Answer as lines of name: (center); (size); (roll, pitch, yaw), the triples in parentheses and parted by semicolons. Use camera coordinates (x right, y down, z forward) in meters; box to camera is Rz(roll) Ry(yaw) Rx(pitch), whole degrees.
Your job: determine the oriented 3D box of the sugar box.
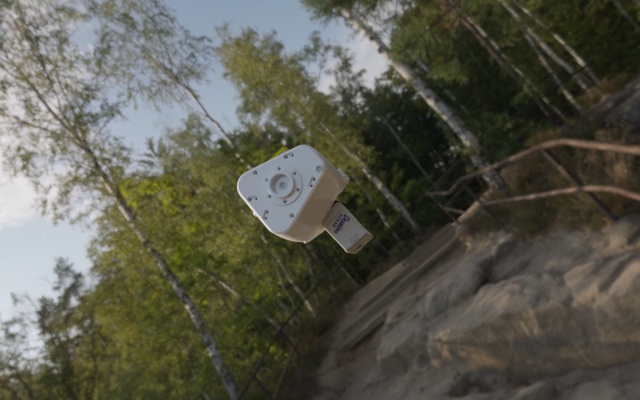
sugar box: (0.000, 0.003, 0.709); (0.048, 0.176, 0.093); (-42, -14, 4)
